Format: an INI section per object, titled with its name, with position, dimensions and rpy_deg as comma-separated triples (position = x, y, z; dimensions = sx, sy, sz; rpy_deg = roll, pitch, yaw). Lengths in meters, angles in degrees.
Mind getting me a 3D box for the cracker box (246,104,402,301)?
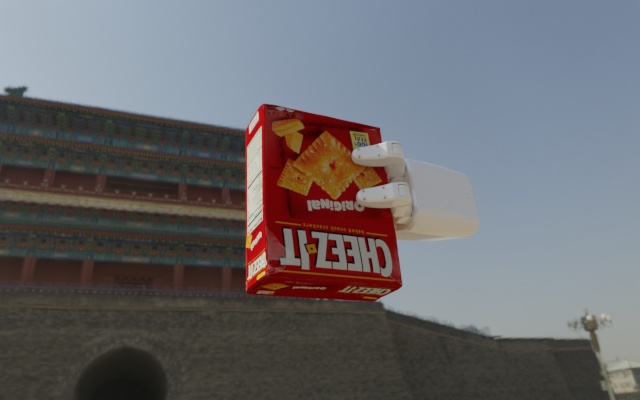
[cracker box]
position = 0.000, 0.002, 0.559
dimensions = 0.164, 0.213, 0.072
rpy_deg = 8, -29, -24
